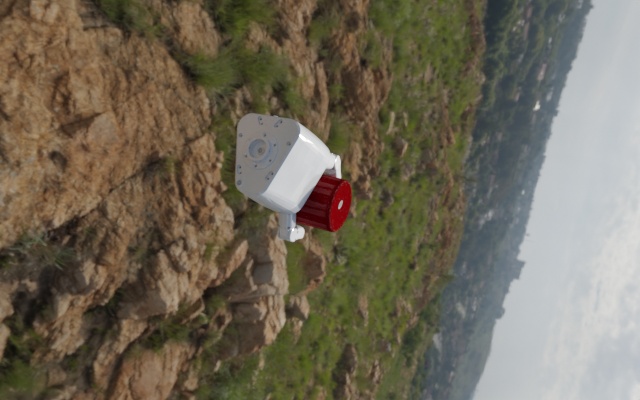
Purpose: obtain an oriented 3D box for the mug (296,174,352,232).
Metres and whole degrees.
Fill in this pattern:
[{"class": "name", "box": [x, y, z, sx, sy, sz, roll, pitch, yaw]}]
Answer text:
[{"class": "mug", "box": [0.001, 0.003, 0.739, 0.081, 0.093, 0.117, 15, -6, 24]}]
